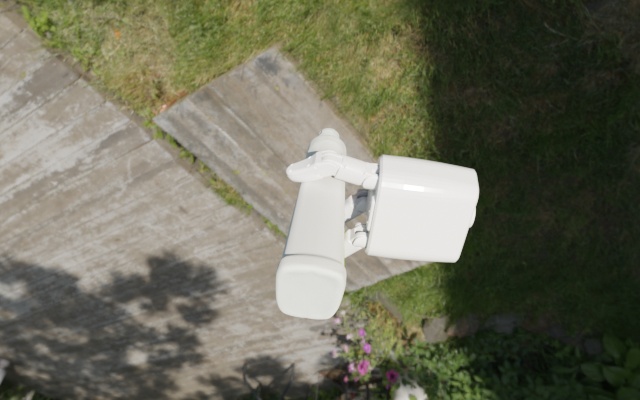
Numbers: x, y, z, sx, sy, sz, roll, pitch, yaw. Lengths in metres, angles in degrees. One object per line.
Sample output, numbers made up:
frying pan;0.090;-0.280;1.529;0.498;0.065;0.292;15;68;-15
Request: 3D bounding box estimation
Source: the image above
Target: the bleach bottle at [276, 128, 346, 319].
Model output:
bleach bottle;0.000;0.002;0.550;0.068;0.250;0.103;8;-41;-1
